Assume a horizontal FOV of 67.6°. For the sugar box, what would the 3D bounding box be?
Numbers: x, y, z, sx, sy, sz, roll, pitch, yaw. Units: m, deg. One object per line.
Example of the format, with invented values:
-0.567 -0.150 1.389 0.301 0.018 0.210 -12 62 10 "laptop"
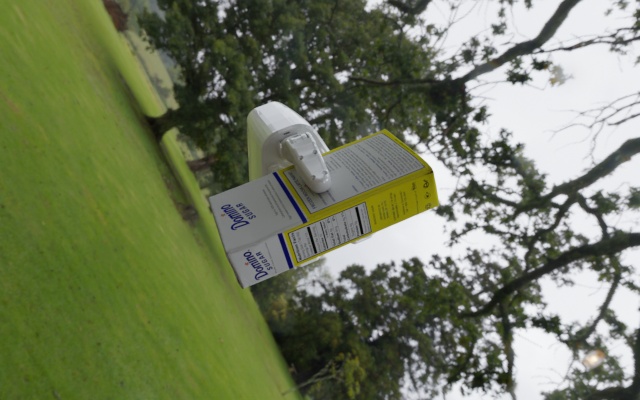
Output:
0.000 0.002 0.407 0.176 0.048 0.093 -24 34 -8 "sugar box"
